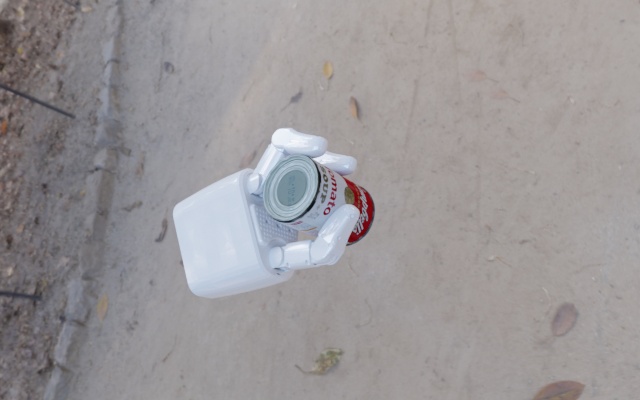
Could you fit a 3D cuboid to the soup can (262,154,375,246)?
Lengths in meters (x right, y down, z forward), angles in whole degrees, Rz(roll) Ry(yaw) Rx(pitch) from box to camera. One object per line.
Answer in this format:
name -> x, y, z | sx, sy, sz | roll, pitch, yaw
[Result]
soup can -> 0.000, 0.001, 0.472 | 0.068, 0.068, 0.102 | 0, -16, 36
